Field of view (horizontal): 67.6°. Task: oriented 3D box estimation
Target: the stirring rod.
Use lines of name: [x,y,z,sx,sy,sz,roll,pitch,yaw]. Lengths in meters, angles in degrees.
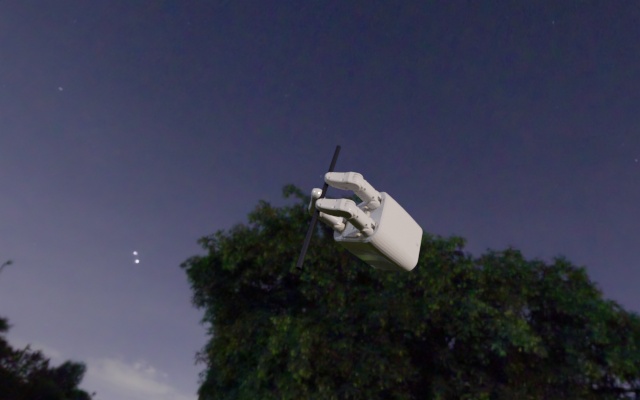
stirring rod: [0.000,0.003,0.745,0.011,0.239,0.011,12,-35,9]
